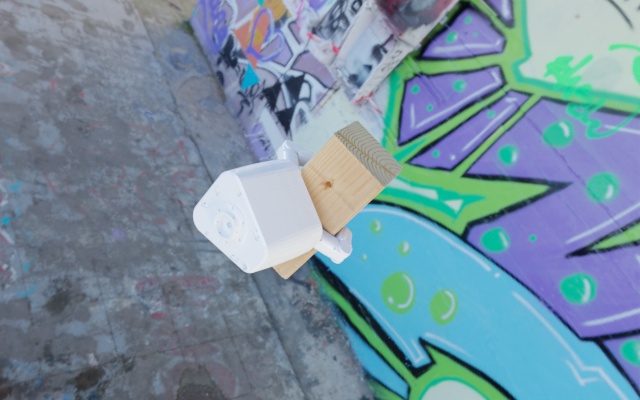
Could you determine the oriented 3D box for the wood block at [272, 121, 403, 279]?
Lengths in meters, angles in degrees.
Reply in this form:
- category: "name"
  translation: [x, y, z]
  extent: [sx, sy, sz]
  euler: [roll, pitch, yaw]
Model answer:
- category: "wood block"
  translation: [0.000, 0.002, 0.647]
  extent: [0.206, 0.091, 0.090]
  euler: [-45, -3, 31]
